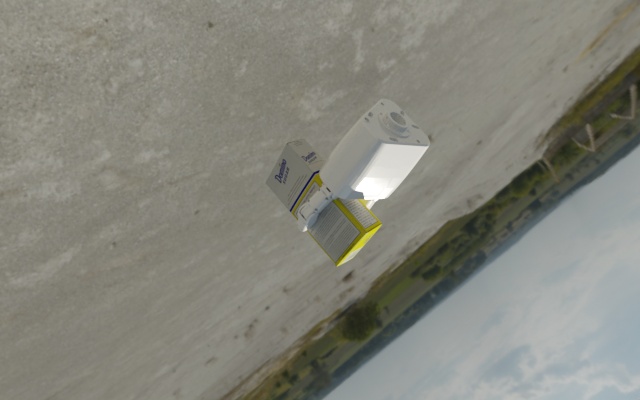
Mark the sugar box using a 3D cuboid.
[{"bbox_3d":[0.001,0.002,0.705,0.048,0.176,0.093,-22,-24,-44],"label":"sugar box"}]
